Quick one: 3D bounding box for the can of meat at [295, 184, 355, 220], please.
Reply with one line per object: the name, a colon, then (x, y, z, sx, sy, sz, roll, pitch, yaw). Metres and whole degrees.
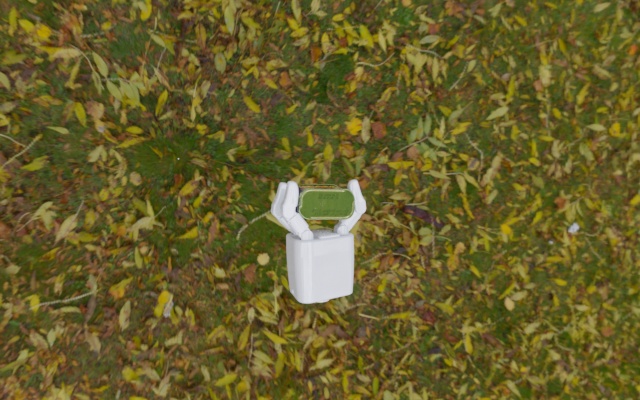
can of meat: (0.000, 0.003, 0.817, 0.102, 0.057, 0.084, 0, 5, -17)
